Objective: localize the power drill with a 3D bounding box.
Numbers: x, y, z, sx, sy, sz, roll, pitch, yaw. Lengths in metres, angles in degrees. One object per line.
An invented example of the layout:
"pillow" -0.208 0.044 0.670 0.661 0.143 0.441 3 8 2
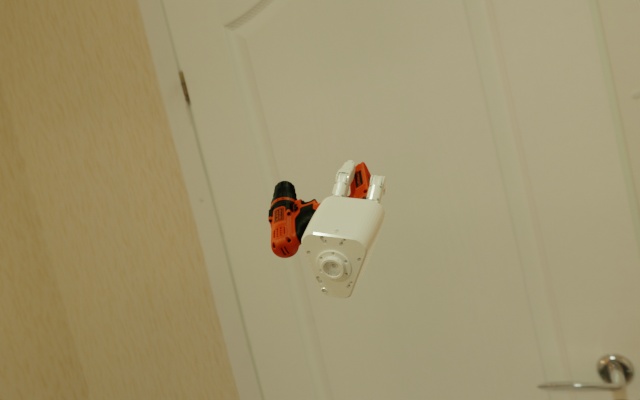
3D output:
"power drill" 0.001 0.003 0.813 0.187 0.057 0.184 -22 37 13
